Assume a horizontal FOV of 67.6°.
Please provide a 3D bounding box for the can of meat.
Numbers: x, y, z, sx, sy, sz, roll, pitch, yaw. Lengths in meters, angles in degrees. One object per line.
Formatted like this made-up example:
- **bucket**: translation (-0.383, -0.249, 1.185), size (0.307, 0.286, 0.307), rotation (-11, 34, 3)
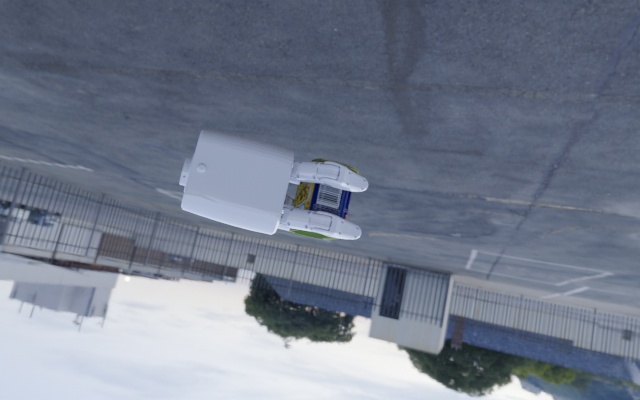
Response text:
- **can of meat**: translation (0.000, 0.002, 0.587), size (0.057, 0.084, 0.102), rotation (15, -10, -15)
